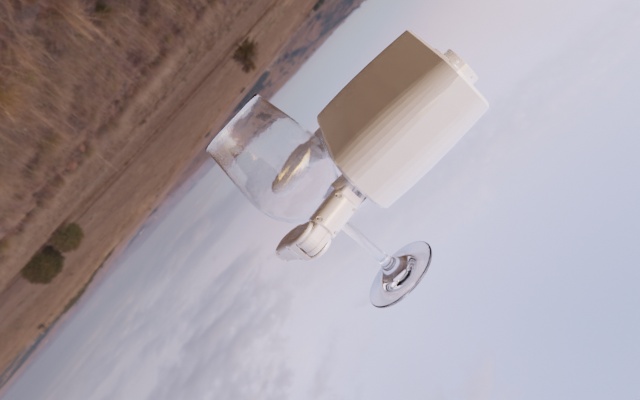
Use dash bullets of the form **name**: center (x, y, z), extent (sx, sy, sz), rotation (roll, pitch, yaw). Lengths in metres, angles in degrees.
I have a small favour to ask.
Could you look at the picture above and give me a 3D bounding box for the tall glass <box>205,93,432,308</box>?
- **tall glass**: center (0.000, 0.002, 0.405), extent (0.201, 0.079, 0.079), rotation (42, -12, -14)
